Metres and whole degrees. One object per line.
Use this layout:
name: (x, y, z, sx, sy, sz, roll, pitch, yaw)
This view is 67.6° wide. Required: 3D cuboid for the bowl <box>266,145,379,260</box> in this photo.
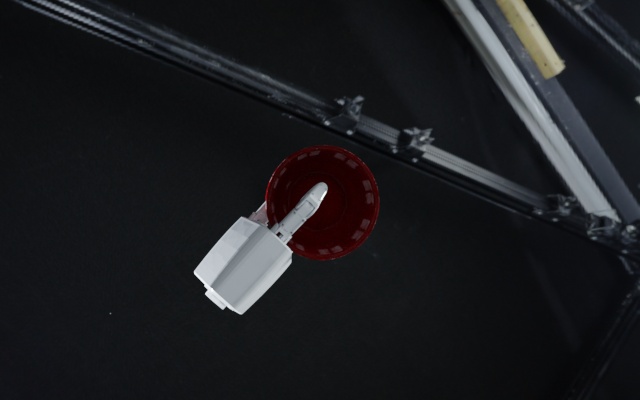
bowl: (0.001, 0.002, 0.692, 0.162, 0.162, 0.055, 0, 3, -9)
